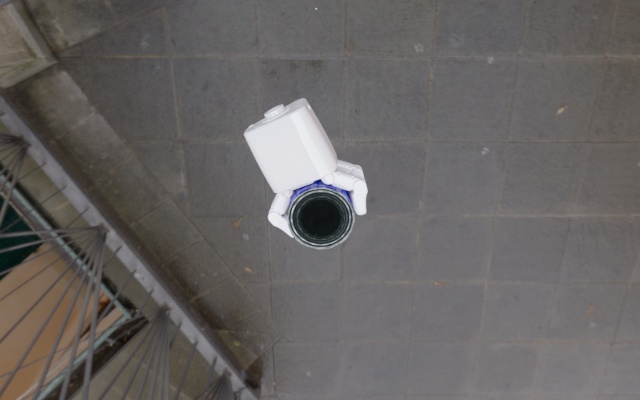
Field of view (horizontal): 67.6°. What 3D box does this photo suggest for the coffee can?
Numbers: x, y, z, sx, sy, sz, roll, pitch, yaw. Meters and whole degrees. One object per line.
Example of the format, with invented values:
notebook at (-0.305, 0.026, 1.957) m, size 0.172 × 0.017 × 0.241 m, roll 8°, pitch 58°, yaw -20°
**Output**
coffee can at (0.000, 0.003, 0.783) m, size 0.103 × 0.103 × 0.140 m, roll 0°, pitch 22°, yaw 0°
